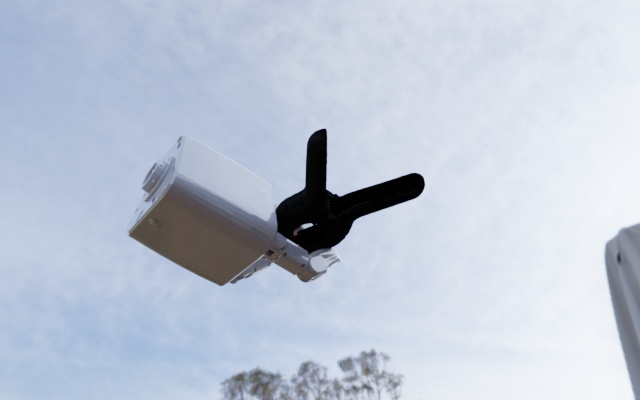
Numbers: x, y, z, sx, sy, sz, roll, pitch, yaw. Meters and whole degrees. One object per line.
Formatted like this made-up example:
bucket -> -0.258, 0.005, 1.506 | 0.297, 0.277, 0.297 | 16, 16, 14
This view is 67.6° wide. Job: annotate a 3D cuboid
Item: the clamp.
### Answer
clamp -> 0.000, 0.001, 0.459 | 0.120, 0.039, 0.171 | 34, -53, -26
